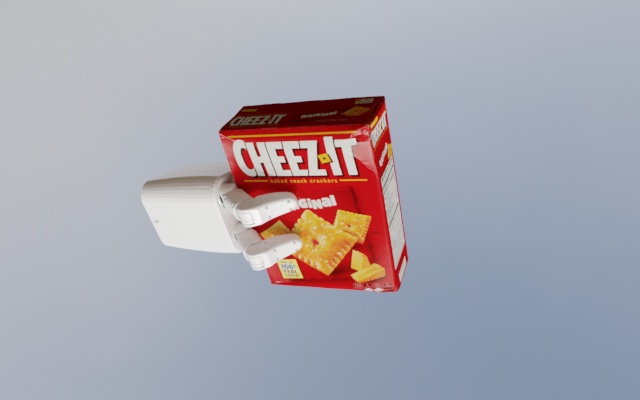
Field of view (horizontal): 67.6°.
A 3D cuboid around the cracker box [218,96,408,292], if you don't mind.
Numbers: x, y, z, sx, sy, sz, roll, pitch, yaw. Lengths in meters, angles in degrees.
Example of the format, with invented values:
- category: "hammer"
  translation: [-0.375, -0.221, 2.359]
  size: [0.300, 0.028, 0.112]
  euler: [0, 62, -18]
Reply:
- category: "cracker box"
  translation: [0.000, 0.002, 0.529]
  size: [0.164, 0.214, 0.072]
  euler: [0, 35, 22]
